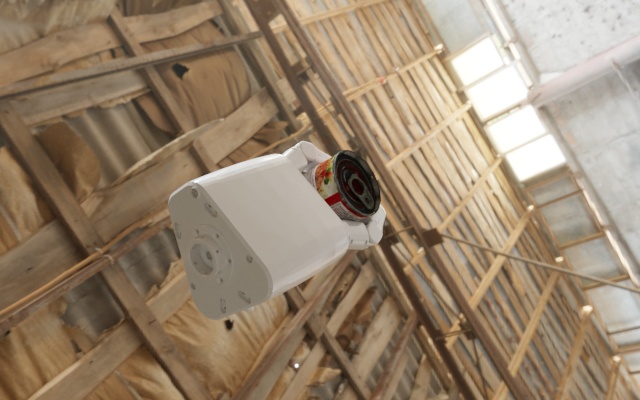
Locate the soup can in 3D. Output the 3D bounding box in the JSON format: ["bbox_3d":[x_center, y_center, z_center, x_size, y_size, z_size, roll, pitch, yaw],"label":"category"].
[{"bbox_3d":[0.000,0.001,0.481,0.102,0.068,0.068,-28,-17,36],"label":"soup can"}]
